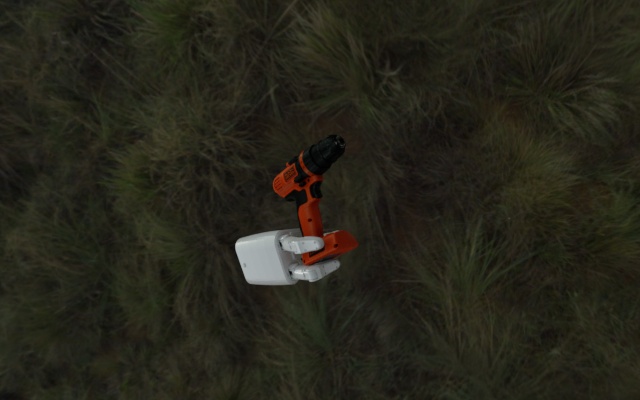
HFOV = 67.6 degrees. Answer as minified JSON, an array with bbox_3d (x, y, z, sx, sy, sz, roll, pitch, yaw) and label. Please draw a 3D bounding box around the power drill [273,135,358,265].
[{"bbox_3d":[0.000,0.003,0.809,0.057,0.187,0.184,-3,-22,-39],"label":"power drill"}]
